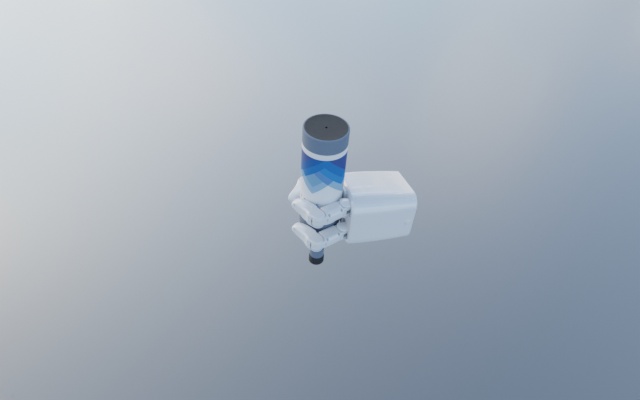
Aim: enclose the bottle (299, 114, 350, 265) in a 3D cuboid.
[{"bbox_3d":[0.000,0.002,0.765,0.069,0.296,0.069,2,45,-2],"label":"bottle"}]
